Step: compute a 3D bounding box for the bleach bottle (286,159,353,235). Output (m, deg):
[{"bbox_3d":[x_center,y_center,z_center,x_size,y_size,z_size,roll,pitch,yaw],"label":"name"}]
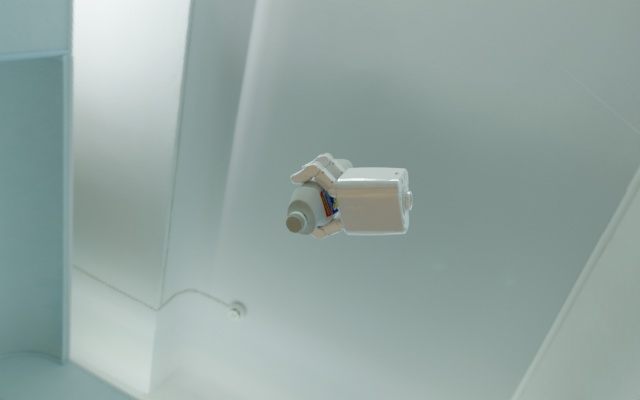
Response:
[{"bbox_3d":[0.000,0.003,0.861,0.068,0.103,0.250,0,20,20],"label":"bleach bottle"}]
